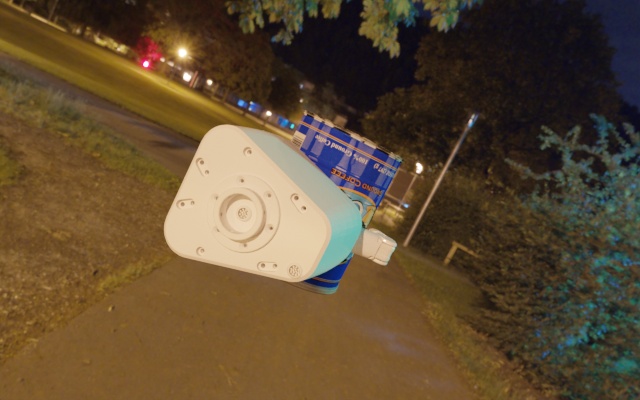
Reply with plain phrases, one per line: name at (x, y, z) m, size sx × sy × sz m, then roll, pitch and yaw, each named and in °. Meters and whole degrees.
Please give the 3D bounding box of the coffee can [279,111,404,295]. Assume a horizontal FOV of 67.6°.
coffee can at (0.000, 0.002, 0.450) m, size 0.103 × 0.140 × 0.103 m, roll 26°, pitch 7°, yaw -3°
